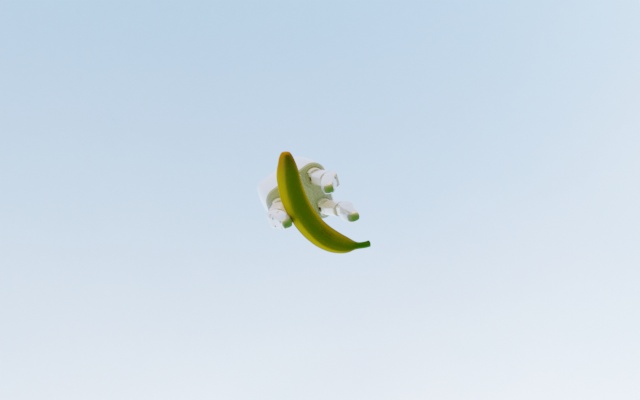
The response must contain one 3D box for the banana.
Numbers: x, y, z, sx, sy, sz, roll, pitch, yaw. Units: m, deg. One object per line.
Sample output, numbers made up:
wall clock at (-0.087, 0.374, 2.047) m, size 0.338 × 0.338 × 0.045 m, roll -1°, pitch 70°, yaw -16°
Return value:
banana at (-0.012, 0.017, 0.703) m, size 0.069 × 0.198 × 0.037 m, roll -42°, pitch 21°, yaw 2°
